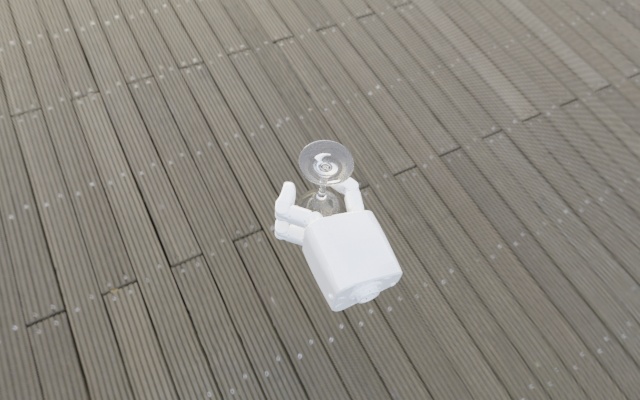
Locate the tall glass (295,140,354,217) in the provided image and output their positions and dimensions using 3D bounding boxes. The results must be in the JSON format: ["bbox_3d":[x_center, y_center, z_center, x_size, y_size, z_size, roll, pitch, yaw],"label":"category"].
[{"bbox_3d":[0.000,0.002,0.712,0.079,0.079,0.201,0,-32,-5],"label":"tall glass"}]
